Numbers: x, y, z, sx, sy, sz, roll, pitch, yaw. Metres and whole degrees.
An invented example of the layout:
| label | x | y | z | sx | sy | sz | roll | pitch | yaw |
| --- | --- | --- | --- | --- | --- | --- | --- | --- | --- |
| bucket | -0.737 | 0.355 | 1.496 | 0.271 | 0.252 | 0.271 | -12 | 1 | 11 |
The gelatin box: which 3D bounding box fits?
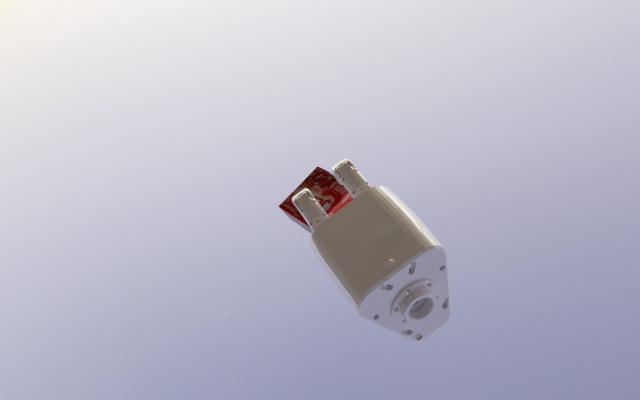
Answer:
| label | x | y | z | sx | sy | sz | roll | pitch | yaw |
| --- | --- | --- | --- | --- | --- | --- | --- | --- | --- |
| gelatin box | 0.000 | 0.002 | 0.575 | 0.030 | 0.073 | 0.089 | 50 | -12 | -34 |
